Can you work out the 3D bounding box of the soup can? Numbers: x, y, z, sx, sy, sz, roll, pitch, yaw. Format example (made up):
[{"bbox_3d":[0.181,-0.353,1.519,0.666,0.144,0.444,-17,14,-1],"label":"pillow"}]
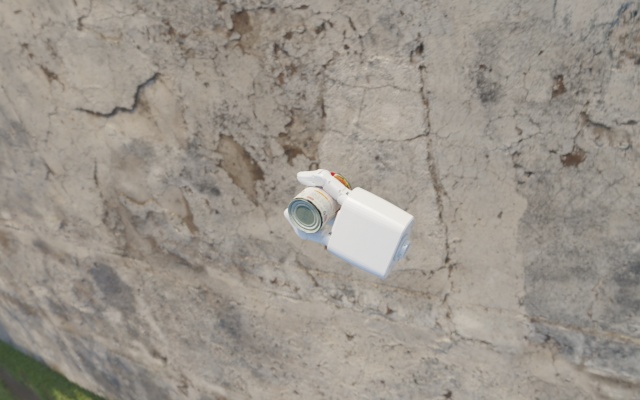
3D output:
[{"bbox_3d":[0.000,0.002,0.802,0.068,0.068,0.102,0,28,36],"label":"soup can"}]
